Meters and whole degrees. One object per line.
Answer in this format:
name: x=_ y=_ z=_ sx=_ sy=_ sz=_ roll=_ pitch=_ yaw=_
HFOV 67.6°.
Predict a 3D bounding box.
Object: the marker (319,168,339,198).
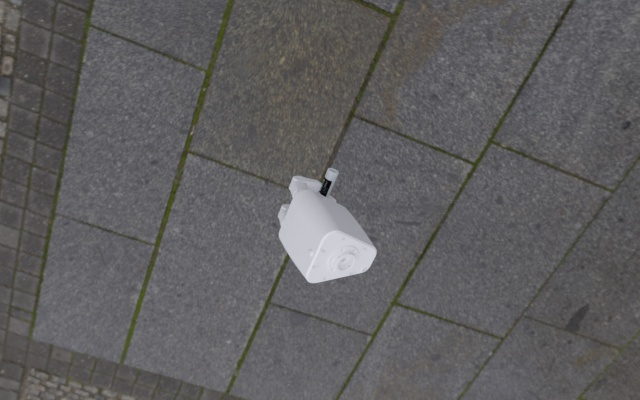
marker: x=0.000 y=0.003 z=0.798 sx=0.020 sy=0.121 sz=0.020 roll=19 pitch=24 yaw=-8
